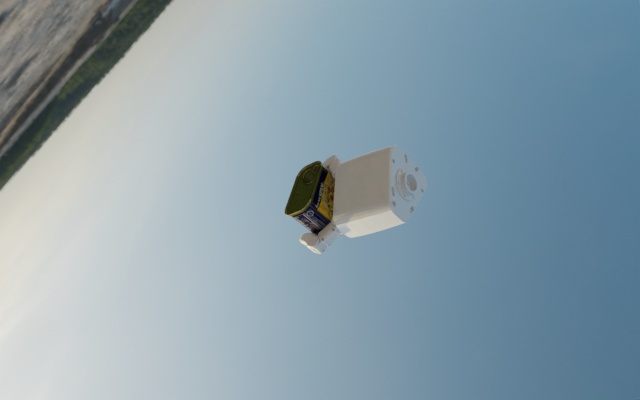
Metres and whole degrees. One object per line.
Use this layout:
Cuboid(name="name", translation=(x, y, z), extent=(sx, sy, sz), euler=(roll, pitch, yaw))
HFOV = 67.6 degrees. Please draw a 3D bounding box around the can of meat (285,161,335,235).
Cuboid(name="can of meat", translation=(0.000, 0.003, 0.763), extent=(0.057, 0.102, 0.084), euler=(-22, -50, 41))
